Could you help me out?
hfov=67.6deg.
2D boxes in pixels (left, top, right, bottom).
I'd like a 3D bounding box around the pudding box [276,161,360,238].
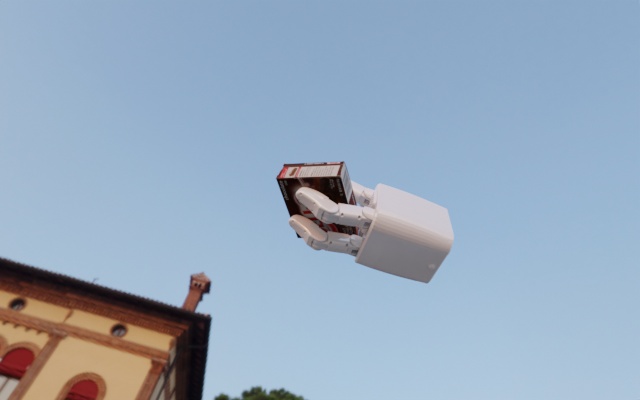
[{"bbox_3d":[0.000,0.002,0.647,0.090,0.114,0.039,-2,38,20],"label":"pudding box"}]
